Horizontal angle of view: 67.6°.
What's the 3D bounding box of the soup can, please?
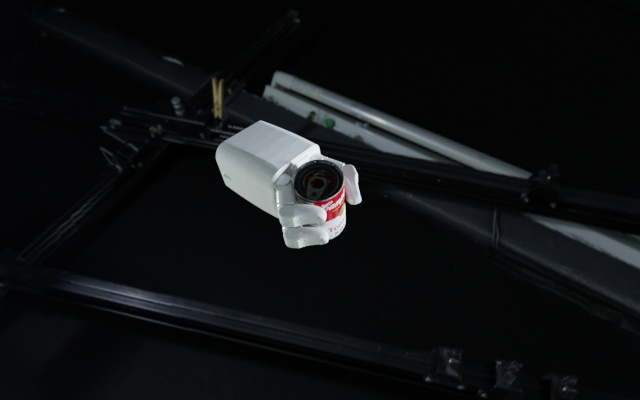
[{"bbox_3d":[0.001,0.002,0.655,0.068,0.068,0.102,0,-35,5],"label":"soup can"}]
